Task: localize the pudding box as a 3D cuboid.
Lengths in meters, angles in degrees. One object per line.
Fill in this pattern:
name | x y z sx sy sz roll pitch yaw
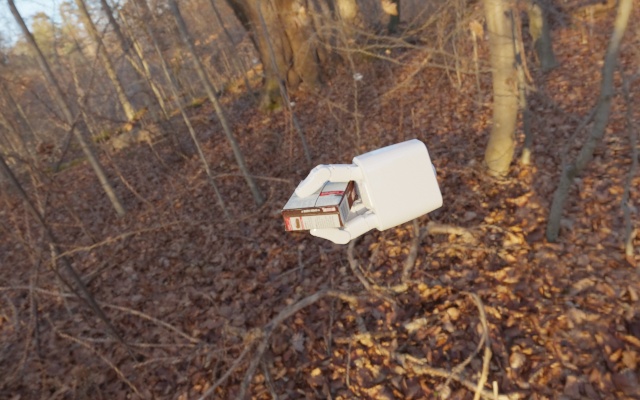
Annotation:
pudding box | 0.000 0.002 0.724 0.090 0.039 0.113 -6 23 17
